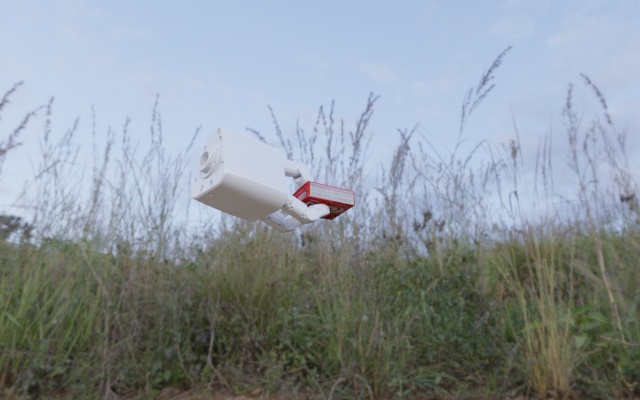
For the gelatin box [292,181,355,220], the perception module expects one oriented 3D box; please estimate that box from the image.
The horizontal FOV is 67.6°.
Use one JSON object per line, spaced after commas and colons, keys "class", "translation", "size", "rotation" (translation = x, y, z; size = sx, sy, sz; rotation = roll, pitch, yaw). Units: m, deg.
{"class": "gelatin box", "translation": [0.000, 0.002, 0.781], "size": [0.089, 0.030, 0.073], "rotation": [11, -27, -28]}
